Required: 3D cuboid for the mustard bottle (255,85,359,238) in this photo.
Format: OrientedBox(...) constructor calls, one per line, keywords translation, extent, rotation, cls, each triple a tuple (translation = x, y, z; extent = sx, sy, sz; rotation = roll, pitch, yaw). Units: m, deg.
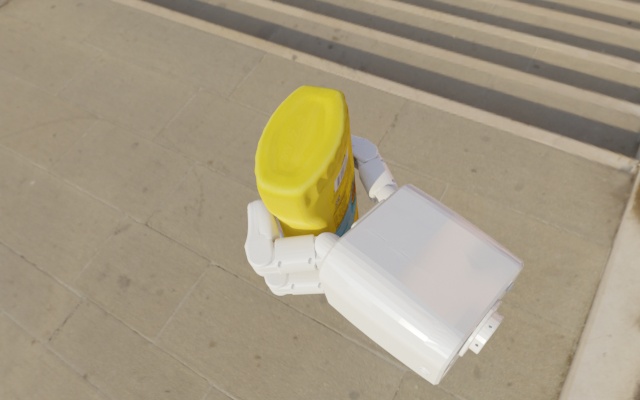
OrientedBox(translation=(0.000, 0.001, 0.403), extent=(0.058, 0.096, 0.192), rotation=(11, -27, 15), cls="mustard bottle")
